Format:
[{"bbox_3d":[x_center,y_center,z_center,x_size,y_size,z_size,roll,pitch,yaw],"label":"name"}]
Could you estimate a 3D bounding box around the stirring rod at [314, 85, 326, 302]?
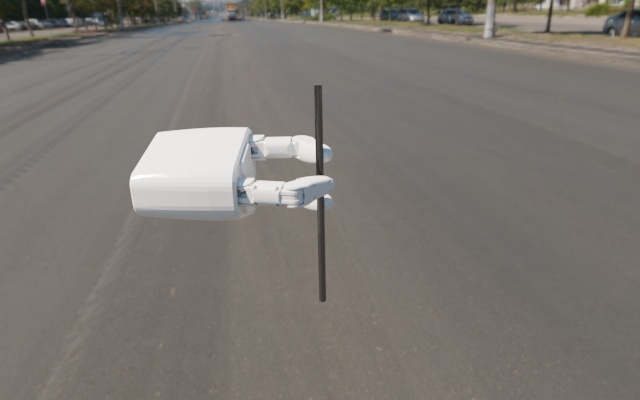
[{"bbox_3d":[0.000,0.002,0.504,0.011,0.240,0.011,-1,21,0],"label":"stirring rod"}]
